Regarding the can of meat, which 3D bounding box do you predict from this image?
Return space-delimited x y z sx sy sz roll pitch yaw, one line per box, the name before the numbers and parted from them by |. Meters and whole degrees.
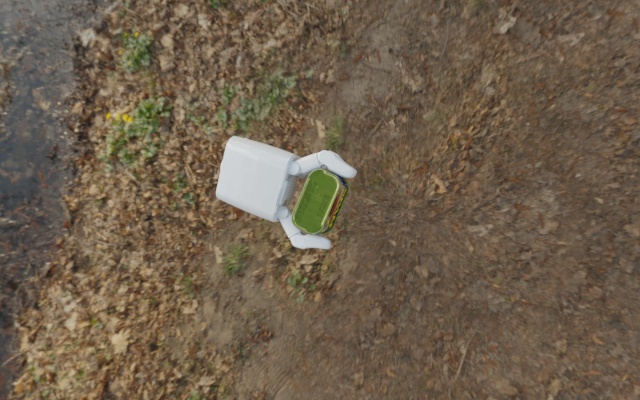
can of meat | 0.000 0.003 0.739 0.057 0.102 0.084 23 3 10
